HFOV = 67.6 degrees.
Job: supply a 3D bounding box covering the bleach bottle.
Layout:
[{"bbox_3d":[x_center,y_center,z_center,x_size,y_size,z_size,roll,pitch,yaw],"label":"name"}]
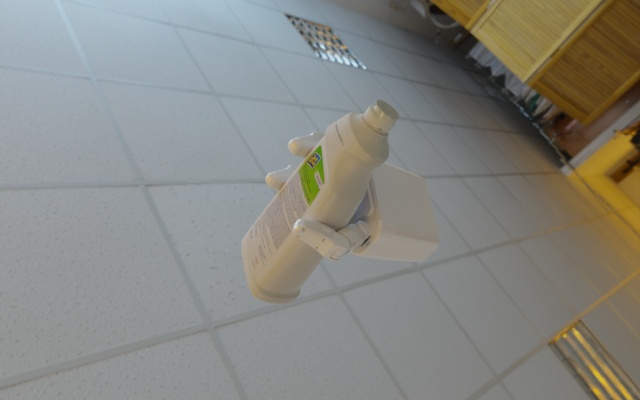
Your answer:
[{"bbox_3d":[0.000,0.002,0.517,0.068,0.102,0.251,13,-50,-35],"label":"bleach bottle"}]
